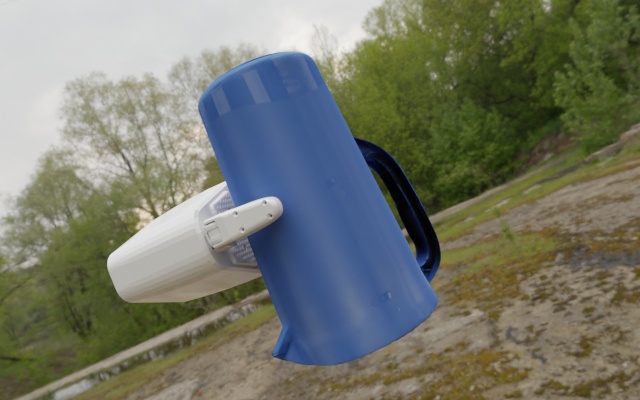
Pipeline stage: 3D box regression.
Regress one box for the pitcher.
[{"bbox_3d":[0.000,0.001,0.414,0.145,0.243,0.149,-24,0,18],"label":"pitcher"}]
